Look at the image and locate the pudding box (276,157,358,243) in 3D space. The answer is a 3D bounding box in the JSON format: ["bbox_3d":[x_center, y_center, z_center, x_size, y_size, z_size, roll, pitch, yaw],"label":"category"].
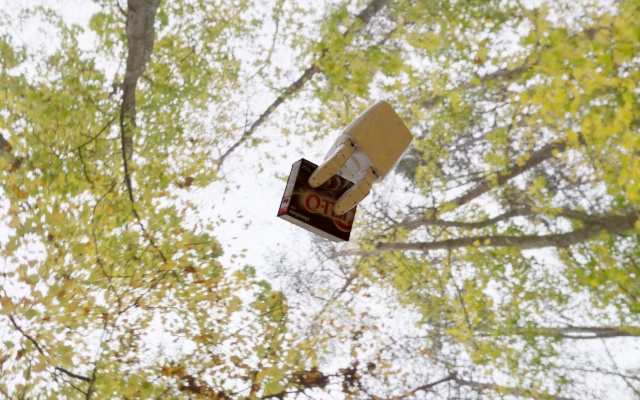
[{"bbox_3d":[0.000,0.002,0.700,0.113,0.090,0.039,24,-22,-24],"label":"pudding box"}]
